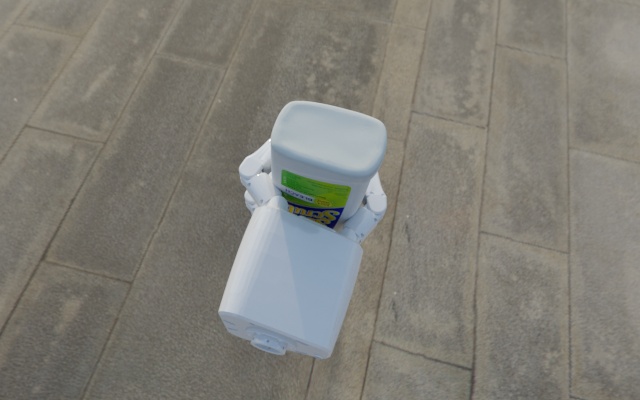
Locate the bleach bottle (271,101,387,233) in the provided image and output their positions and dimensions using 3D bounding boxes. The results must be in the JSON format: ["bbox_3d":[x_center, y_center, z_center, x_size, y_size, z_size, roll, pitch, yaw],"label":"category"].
[{"bbox_3d":[0.000,0.002,0.516,0.102,0.068,0.251,16,-27,5],"label":"bleach bottle"}]
